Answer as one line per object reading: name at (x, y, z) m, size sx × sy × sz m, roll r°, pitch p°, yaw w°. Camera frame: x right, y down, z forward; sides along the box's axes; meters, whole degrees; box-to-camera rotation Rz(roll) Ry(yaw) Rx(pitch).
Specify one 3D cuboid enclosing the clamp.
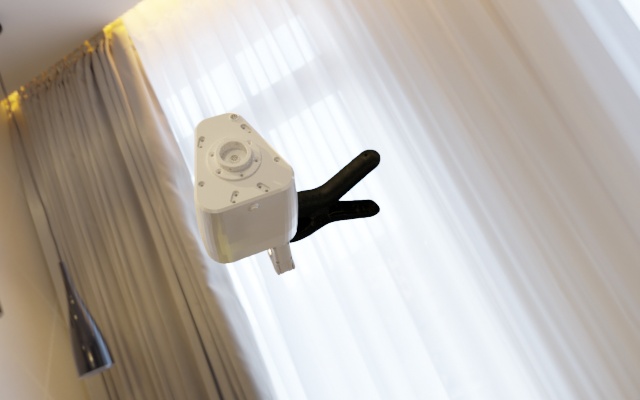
clamp at (0.000, 0.002, 0.558) m, size 0.171 × 0.120 × 0.039 m, roll -20°, pitch 50°, yaw -17°
